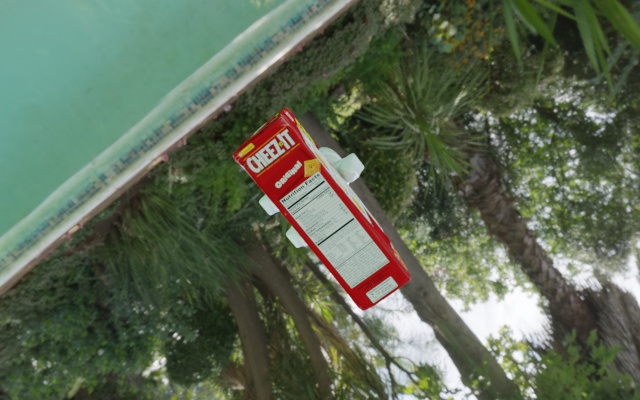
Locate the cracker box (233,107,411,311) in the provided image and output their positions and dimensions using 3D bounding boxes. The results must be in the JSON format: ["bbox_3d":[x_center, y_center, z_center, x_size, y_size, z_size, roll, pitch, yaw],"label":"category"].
[{"bbox_3d":[0.000,0.002,0.545,0.072,0.214,0.164,-38,12,6],"label":"cracker box"}]
